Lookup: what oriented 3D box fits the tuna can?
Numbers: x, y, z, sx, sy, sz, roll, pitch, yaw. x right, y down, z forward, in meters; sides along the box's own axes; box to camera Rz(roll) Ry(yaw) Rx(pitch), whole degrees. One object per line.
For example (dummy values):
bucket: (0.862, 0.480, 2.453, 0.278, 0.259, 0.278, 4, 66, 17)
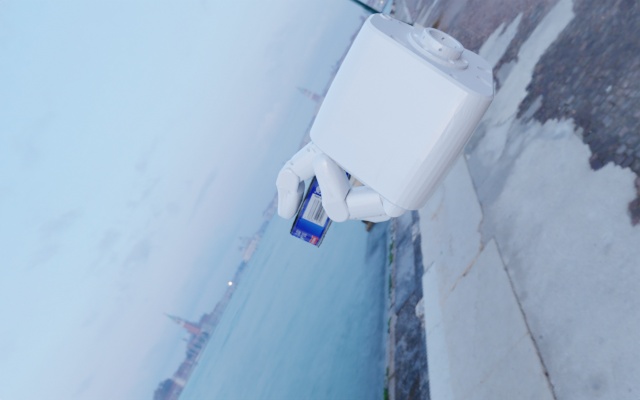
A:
tuna can: (0.000, 0.001, 0.479, 0.034, 0.086, 0.086, 24, -1, -1)
